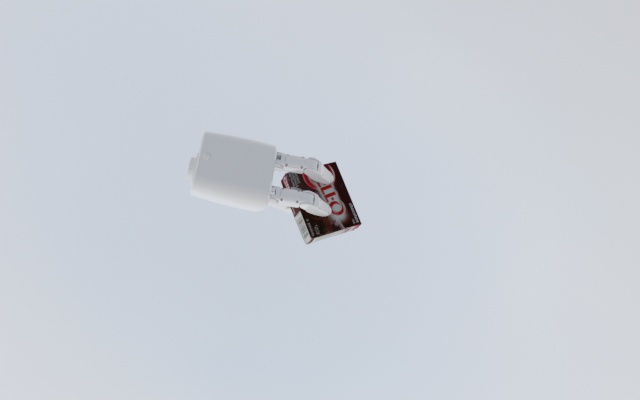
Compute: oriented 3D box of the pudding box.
[{"bbox_3d":[0.000,0.002,0.739,0.090,0.113,0.039,-15,-13,-25],"label":"pudding box"}]
